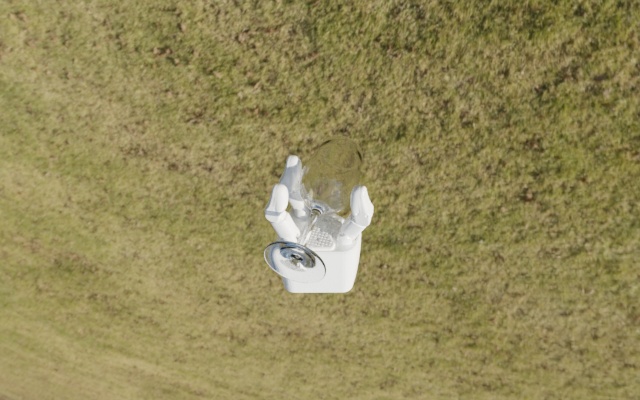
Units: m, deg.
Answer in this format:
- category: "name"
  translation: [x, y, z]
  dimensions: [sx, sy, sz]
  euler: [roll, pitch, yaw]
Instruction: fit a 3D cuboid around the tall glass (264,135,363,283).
- category: "tall glass"
  translation: [0.000, 0.002, 0.603]
  dimensions: [0.079, 0.201, 0.079]
  euler: [13, -42, 12]
